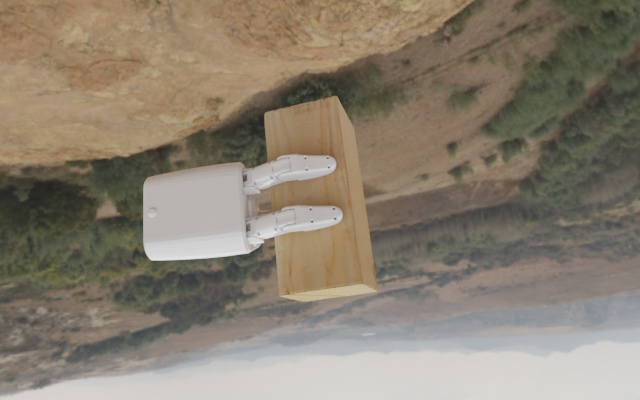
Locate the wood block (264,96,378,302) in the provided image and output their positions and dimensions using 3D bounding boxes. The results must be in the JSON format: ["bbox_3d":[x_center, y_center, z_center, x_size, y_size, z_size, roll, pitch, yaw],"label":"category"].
[{"bbox_3d":[0.000,0.002,0.538,0.090,0.206,0.091,-11,-18,13],"label":"wood block"}]
